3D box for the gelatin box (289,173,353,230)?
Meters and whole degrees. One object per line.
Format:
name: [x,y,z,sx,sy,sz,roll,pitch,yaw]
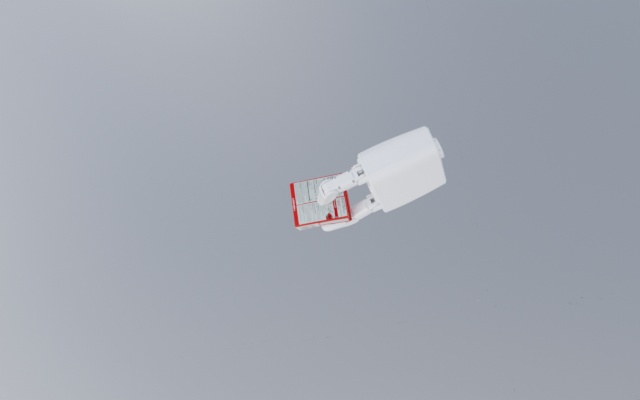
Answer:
gelatin box: [0.000,0.002,0.748,0.089,0.073,0.030,-11,-16,8]
